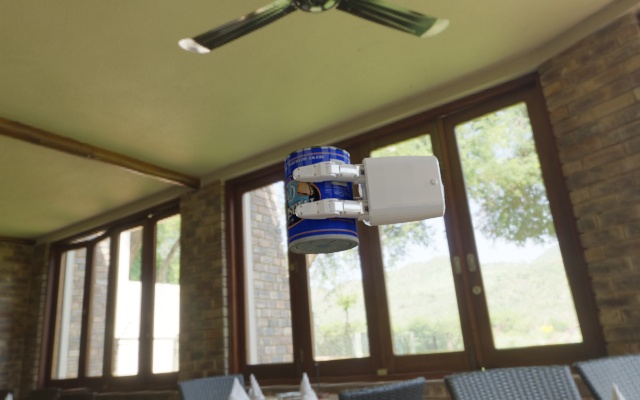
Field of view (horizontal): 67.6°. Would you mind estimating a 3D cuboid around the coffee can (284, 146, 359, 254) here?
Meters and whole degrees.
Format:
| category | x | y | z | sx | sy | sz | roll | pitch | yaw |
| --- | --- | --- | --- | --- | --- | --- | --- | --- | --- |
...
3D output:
| category | x | y | z | sx | sy | sz | roll | pitch | yaw |
| --- | --- | --- | --- | --- | --- | --- | --- | --- | --- |
| coffee can | 0.000 | 0.003 | 0.720 | 0.103 | 0.140 | 0.103 | -4 | -17 | -1 |
